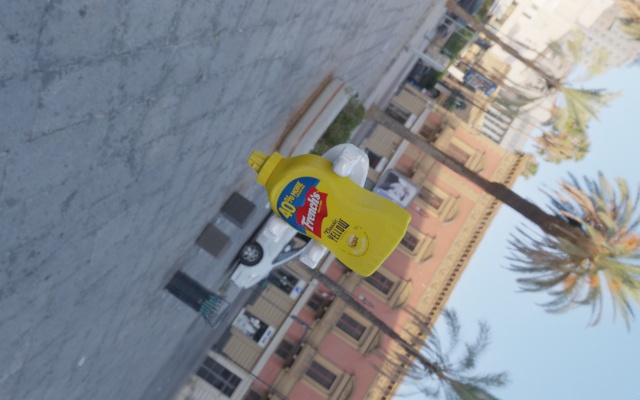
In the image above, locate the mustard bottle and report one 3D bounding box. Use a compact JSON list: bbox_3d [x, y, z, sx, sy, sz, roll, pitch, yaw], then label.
[{"bbox_3d":[0.000,0.002,0.547,0.191,0.096,0.058,34,40,1],"label":"mustard bottle"}]
